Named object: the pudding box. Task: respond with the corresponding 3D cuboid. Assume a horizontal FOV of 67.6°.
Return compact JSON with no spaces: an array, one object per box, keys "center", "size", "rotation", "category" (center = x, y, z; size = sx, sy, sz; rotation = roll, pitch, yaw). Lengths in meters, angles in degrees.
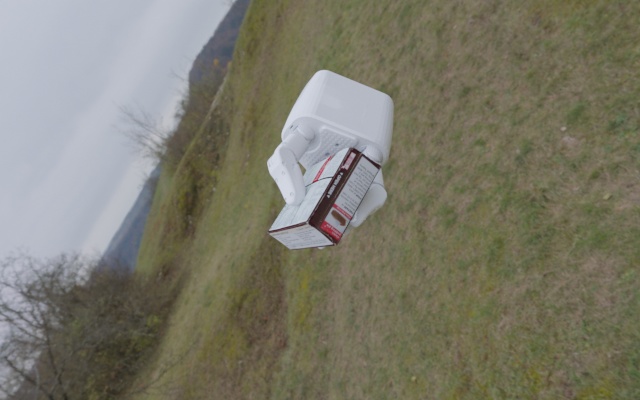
[{"center":[0.000,0.001,0.471],"size":[0.039,0.090,0.113],"rotation":[35,-20,-14],"category":"pudding box"}]
